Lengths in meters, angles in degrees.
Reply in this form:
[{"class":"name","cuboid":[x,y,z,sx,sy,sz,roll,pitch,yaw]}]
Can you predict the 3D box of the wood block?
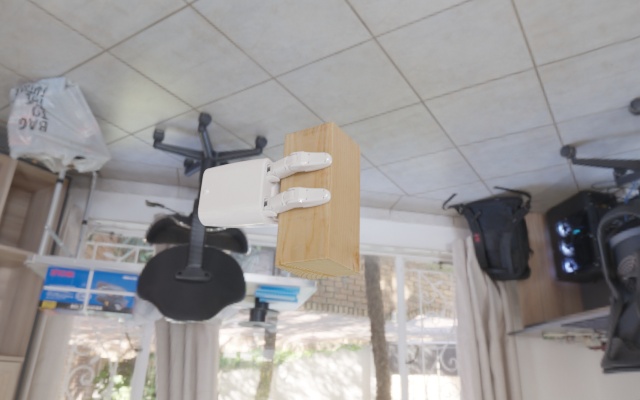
[{"class":"wood block","cuboid":[0.000,0.003,0.703,0.090,0.206,0.091,-11,-26,30]}]
